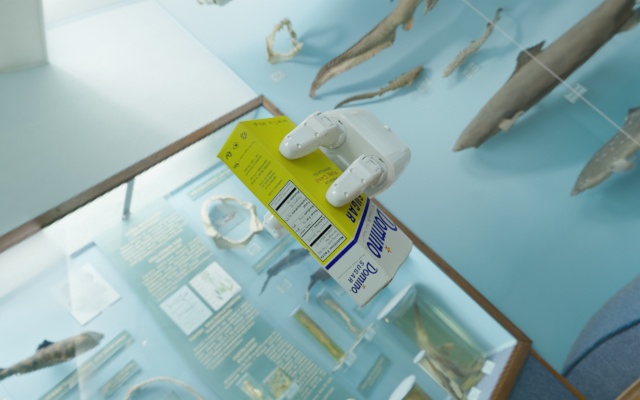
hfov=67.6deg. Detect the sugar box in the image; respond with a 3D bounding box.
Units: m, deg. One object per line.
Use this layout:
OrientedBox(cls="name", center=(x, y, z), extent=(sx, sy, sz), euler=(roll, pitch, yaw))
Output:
OrientedBox(cls="sugar box", center=(0.000, 0.001, 0.420), extent=(0.176, 0.048, 0.093), euler=(43, 25, 7))
